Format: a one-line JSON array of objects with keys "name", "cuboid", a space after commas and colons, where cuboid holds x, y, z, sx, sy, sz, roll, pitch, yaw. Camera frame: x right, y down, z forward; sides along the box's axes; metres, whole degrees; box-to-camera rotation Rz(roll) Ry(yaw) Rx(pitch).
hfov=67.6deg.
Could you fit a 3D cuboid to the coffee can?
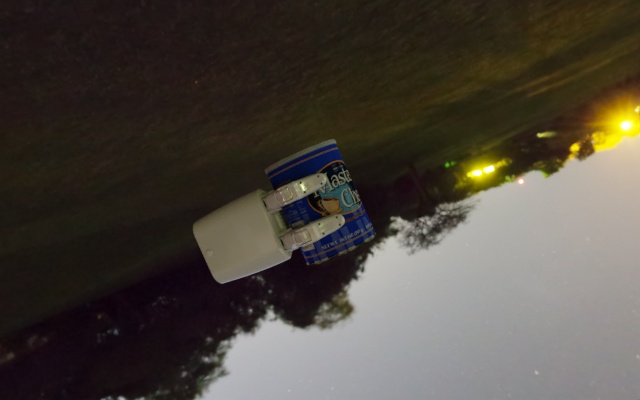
[{"name": "coffee can", "cuboid": [0.000, 0.002, 0.641, 0.103, 0.140, 0.103, -24, 1, 0]}]
